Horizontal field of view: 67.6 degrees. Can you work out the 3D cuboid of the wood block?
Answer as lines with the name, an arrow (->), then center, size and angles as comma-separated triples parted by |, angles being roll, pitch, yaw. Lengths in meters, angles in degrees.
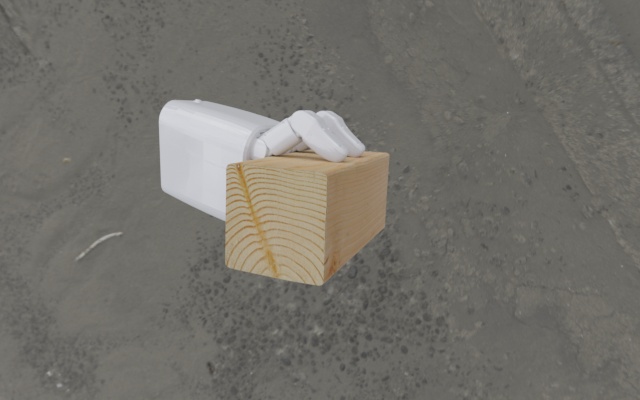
wood block -> 0.000, 0.002, 0.469 | 0.090, 0.091, 0.206 | 7, 12, 20
